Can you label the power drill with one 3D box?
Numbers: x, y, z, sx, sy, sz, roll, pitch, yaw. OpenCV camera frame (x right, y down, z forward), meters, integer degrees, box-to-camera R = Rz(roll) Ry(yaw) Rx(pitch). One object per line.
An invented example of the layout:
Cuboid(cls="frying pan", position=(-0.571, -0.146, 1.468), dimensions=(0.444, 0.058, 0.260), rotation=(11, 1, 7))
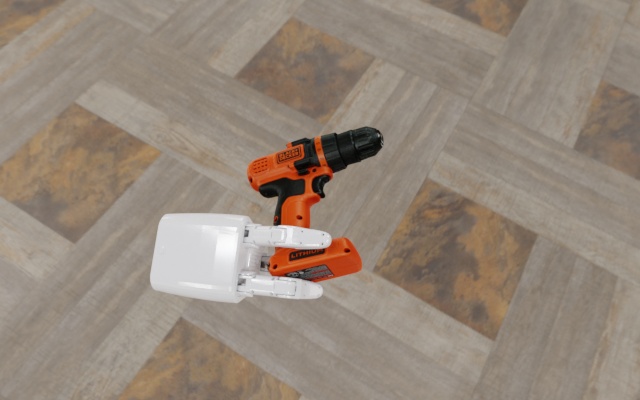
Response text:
Cuboid(cls="power drill", position=(0.000, 0.002, 0.585), dimensions=(0.184, 0.187, 0.057), rotation=(-17, -36, 14))
